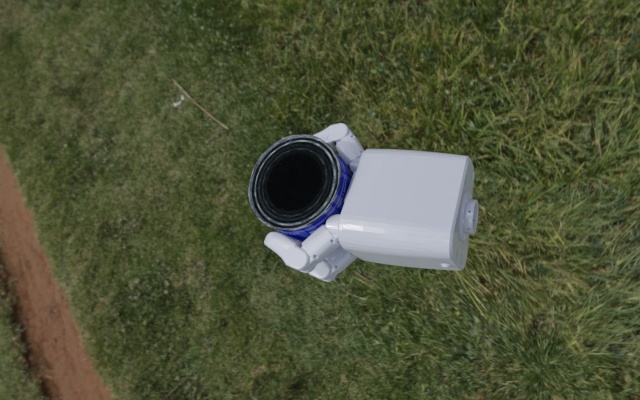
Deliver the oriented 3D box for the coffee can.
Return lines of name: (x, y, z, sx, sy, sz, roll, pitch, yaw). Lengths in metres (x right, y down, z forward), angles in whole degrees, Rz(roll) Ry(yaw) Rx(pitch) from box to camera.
coffee can: (0.000, 0.002, 0.533, 0.103, 0.102, 0.140, 0, -18, 25)
